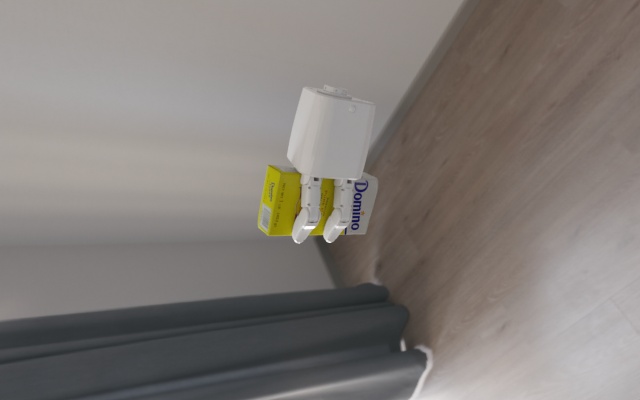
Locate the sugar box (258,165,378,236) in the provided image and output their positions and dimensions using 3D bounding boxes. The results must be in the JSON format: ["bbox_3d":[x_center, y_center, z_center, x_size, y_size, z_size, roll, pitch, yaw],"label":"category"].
[{"bbox_3d":[0.000,0.002,0.696,0.176,0.093,0.048,2,19,-33],"label":"sugar box"}]
